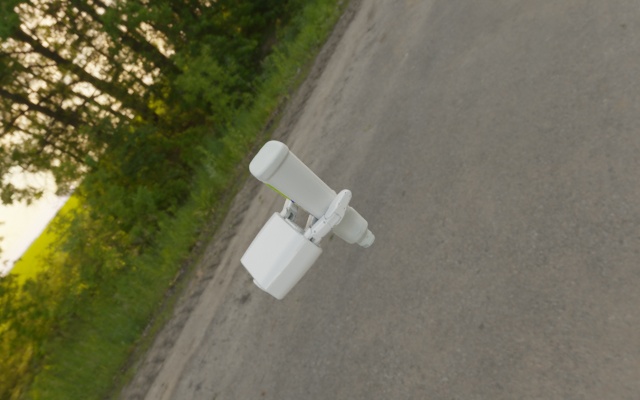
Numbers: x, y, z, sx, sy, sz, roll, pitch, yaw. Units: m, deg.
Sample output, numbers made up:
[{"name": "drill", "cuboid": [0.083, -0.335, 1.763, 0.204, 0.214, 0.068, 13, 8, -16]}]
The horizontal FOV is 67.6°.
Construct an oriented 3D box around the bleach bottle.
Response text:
[{"name": "bleach bottle", "cuboid": [0.000, 0.003, 0.801, 0.251, 0.068, 0.102, 39, -2, -23]}]
